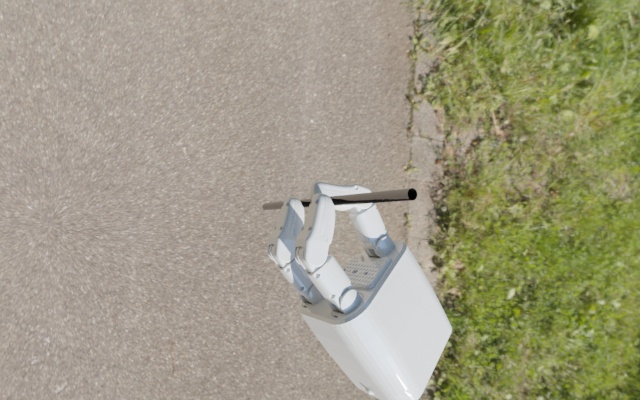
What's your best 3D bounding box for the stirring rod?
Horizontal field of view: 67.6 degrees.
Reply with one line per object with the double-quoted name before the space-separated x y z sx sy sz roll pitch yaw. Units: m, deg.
"stirring rod" 0.000 0.001 0.412 0.011 0.011 0.239 0 -3 -30
